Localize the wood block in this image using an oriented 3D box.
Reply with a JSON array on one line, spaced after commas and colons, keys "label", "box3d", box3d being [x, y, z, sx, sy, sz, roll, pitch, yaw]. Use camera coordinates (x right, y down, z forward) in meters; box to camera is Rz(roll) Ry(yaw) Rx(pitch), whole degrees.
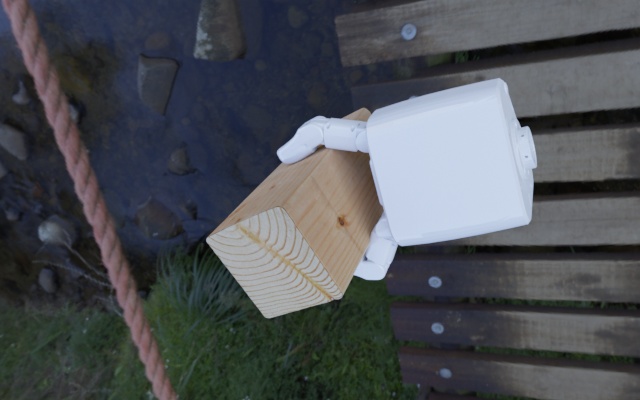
[{"label": "wood block", "box3d": [0.000, 0.001, 0.457, 0.090, 0.091, 0.206, -23, 18, 34]}]
